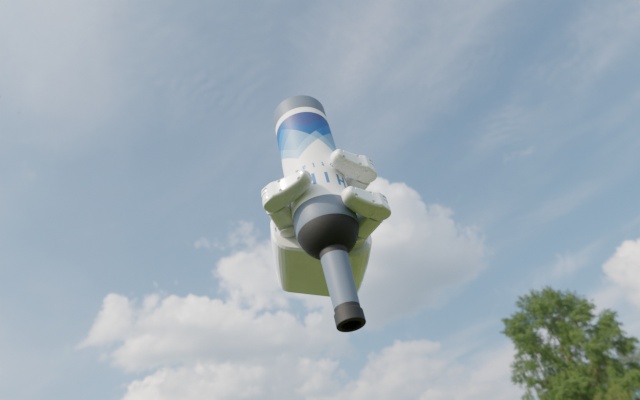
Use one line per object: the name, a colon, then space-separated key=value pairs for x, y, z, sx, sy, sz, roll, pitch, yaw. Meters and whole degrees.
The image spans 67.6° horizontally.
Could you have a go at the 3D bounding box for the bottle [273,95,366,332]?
bottle: x=0.000 y=0.001 z=0.519 sx=0.069 sy=0.295 sz=0.069 roll=-8 pitch=-40 yaw=-7
